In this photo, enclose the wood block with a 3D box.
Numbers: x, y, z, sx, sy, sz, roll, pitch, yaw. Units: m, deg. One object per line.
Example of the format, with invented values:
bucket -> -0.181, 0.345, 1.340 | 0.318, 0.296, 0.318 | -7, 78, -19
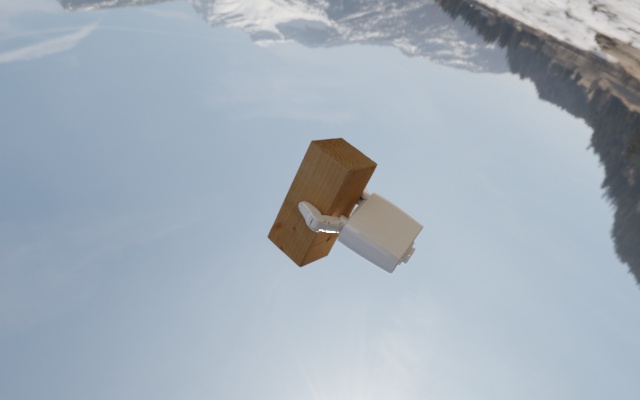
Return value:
wood block -> 0.000, 0.003, 0.830 | 0.090, 0.206, 0.091 | 40, 30, 24
